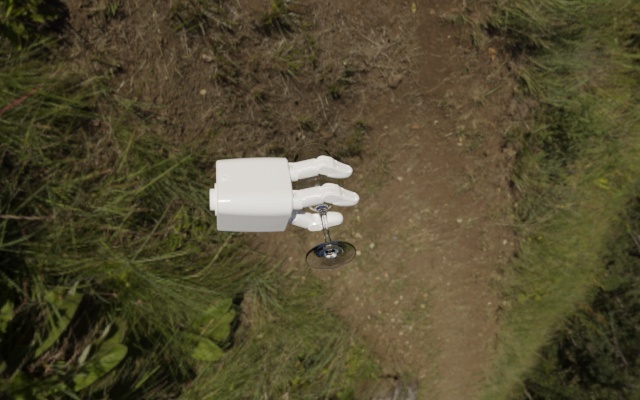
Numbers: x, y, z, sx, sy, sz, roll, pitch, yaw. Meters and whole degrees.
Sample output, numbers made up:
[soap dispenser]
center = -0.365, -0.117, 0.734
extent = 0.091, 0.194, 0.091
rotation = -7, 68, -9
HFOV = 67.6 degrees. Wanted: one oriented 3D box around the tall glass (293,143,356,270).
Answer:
[tall glass]
center = 0.000, 0.003, 0.744
extent = 0.079, 0.200, 0.079
rotation = -7, -38, -5
